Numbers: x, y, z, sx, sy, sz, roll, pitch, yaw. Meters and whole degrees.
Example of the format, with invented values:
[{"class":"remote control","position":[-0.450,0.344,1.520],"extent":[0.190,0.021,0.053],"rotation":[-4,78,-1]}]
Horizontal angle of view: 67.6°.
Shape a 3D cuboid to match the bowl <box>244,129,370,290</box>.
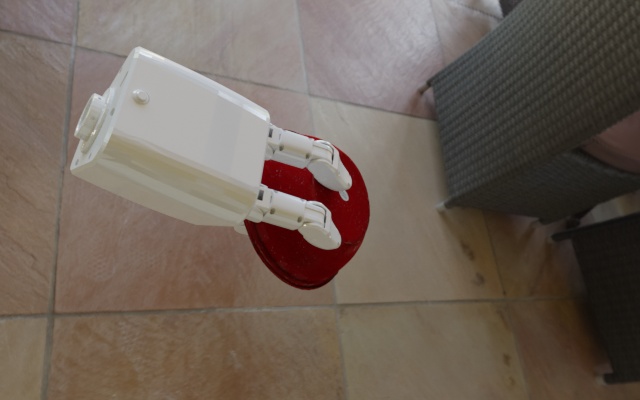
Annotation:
[{"class":"bowl","position":[0.001,0.002,0.458],"extent":[0.055,0.162,0.162],"rotation":[-16,-9,35]}]
